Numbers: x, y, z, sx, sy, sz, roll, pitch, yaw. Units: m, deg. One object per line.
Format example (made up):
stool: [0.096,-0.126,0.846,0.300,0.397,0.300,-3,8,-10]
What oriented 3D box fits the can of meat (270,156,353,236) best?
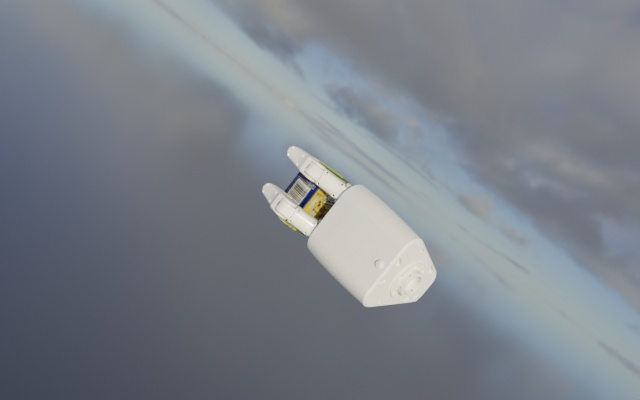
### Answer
can of meat: [0.000,0.002,0.618,0.102,0.084,0.057,30,11,-46]
